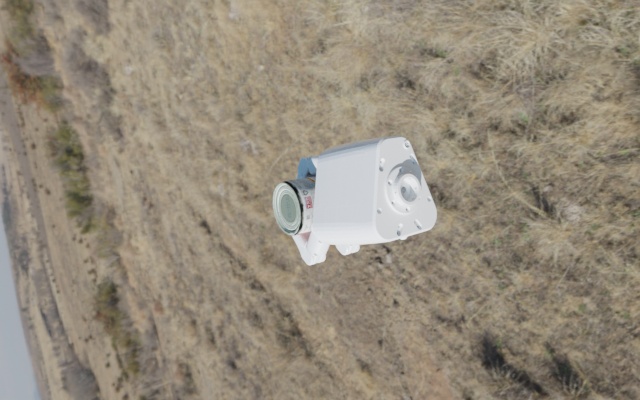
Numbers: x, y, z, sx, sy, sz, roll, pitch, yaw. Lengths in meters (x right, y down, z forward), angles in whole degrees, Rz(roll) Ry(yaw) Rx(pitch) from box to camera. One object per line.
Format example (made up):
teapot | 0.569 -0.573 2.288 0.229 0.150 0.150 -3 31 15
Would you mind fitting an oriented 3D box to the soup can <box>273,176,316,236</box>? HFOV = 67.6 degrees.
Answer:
soup can | 0.000 0.002 0.599 0.102 0.068 0.068 -12 6 -34
